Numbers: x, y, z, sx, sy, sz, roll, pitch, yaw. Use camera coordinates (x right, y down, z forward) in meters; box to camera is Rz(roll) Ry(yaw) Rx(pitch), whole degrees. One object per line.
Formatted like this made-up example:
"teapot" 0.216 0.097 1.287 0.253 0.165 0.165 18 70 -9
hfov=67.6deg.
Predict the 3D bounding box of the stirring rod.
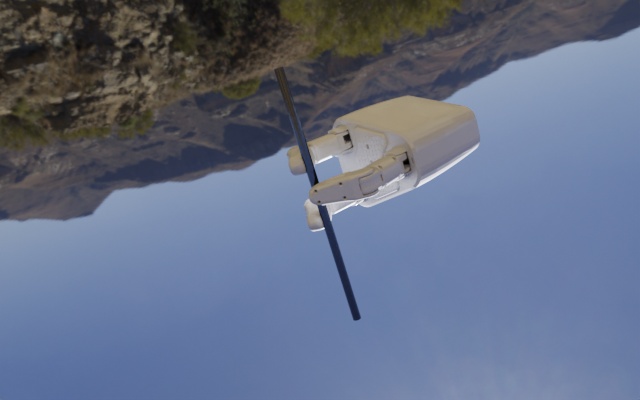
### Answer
"stirring rod" 0.000 0.001 0.426 0.011 0.239 0.011 -16 15 4
